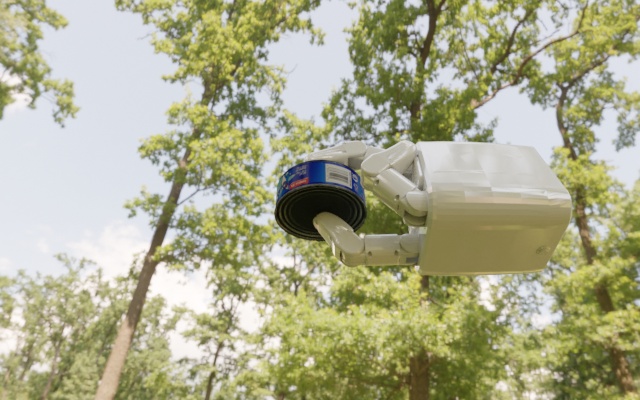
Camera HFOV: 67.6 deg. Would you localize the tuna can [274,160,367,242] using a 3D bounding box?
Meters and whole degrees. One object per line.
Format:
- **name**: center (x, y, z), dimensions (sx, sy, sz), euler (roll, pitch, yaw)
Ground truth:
- **tuna can**: center (0.000, 0.001, 0.451), dimensions (0.086, 0.033, 0.086), euler (0, -39, 0)
